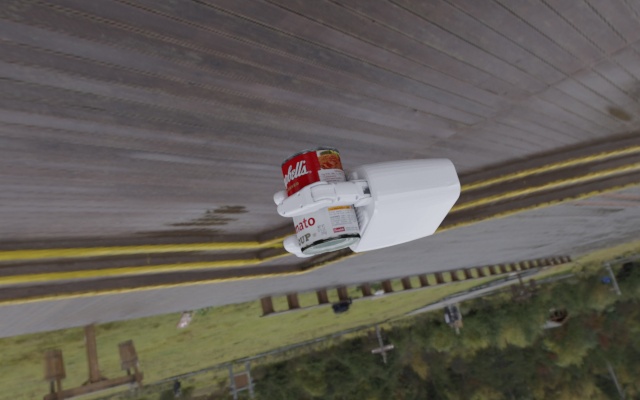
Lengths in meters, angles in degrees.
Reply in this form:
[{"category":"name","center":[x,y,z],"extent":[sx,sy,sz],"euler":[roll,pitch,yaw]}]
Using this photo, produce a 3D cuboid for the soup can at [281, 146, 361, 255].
[{"category":"soup can","center":[0.000,0.002,0.521],"extent":[0.068,0.102,0.068],"euler":[-13,-15,-4]}]
